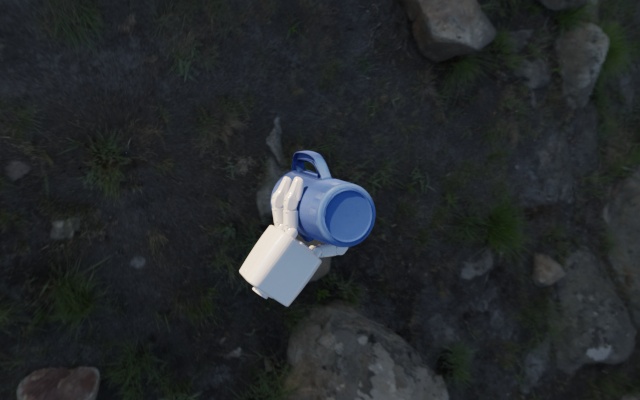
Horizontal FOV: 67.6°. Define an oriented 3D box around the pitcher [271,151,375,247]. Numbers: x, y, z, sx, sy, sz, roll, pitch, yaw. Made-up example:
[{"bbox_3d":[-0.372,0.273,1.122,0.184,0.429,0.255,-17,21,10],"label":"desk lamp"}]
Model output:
[{"bbox_3d":[0.000,0.003,0.890,0.149,0.145,0.243,39,-9,-21],"label":"pitcher"}]
